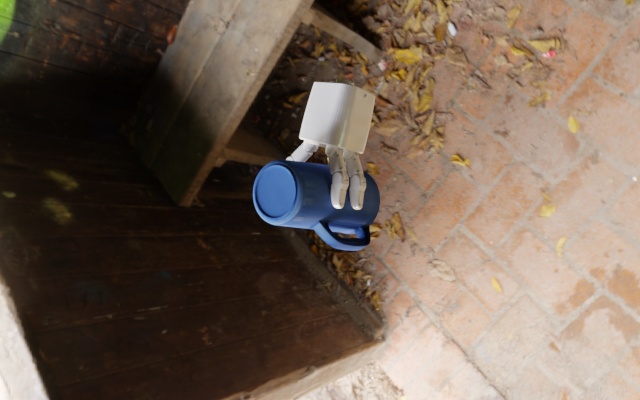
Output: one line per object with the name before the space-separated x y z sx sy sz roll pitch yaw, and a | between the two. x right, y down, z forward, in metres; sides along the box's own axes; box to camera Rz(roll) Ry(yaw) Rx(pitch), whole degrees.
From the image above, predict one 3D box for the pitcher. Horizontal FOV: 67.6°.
pitcher | 0.000 0.003 0.861 0.149 0.145 0.243 20 8 34
